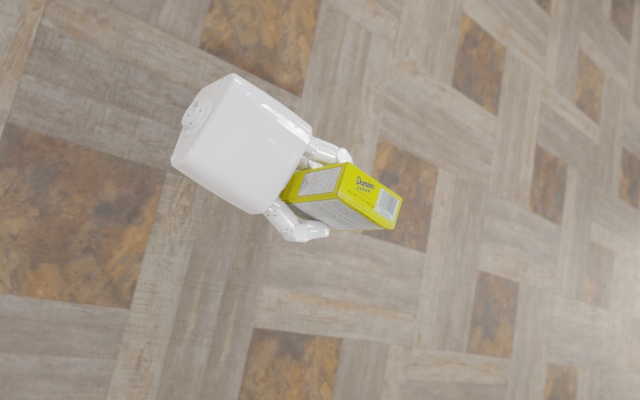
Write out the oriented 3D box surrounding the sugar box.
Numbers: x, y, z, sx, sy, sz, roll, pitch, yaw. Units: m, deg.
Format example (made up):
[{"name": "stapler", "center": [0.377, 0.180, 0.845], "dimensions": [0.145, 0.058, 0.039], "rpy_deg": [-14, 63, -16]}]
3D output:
[{"name": "sugar box", "center": [0.000, 0.001, 0.572], "dimensions": [0.093, 0.048, 0.176], "rpy_deg": [32, -21, -33]}]
